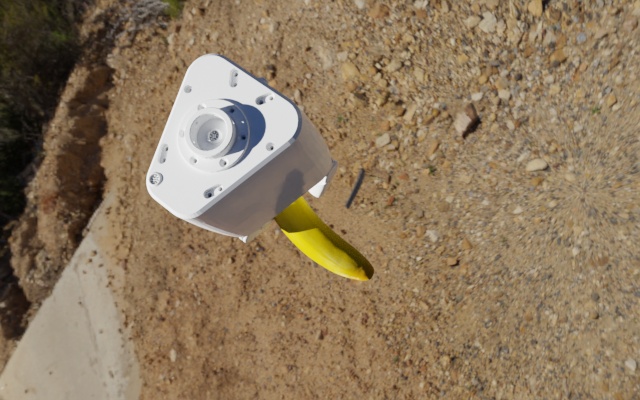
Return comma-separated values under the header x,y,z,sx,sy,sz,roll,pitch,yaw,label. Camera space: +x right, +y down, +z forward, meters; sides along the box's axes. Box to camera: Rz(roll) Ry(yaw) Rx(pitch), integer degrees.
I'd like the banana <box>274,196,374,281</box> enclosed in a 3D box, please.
x,y,z,sx,sy,sz,roll,pitch,yaw,label
-0.018,0.007,0.498,0.069,0.197,0.037,-26,-11,-17,banana
